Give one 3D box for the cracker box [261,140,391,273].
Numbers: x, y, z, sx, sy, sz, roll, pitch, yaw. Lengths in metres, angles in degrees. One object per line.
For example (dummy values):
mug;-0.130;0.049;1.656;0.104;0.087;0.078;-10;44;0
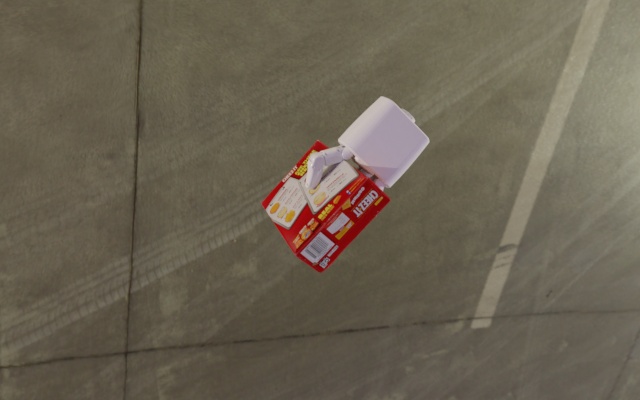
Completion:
cracker box;0.000;0.003;0.819;0.072;0.164;0.213;41;3;-30
